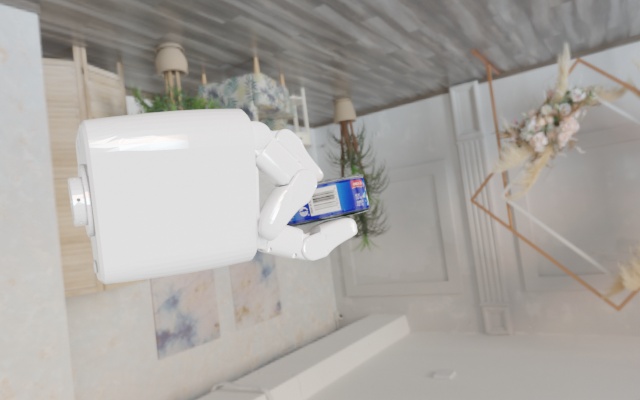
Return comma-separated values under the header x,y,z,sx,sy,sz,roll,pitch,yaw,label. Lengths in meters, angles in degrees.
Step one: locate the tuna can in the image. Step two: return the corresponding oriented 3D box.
x,y,z,sx,sy,sz,roll,pitch,yaw,label
0.000,0.002,0.431,0.086,0.034,0.086,-12,-1,0,tuna can
